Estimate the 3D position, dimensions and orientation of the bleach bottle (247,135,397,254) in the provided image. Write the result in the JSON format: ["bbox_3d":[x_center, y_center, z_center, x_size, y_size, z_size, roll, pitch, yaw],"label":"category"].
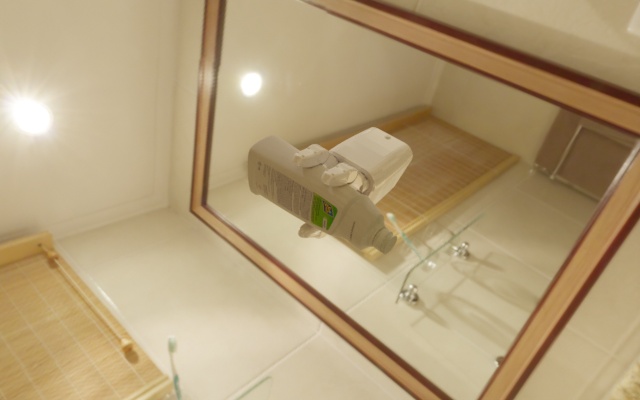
[{"bbox_3d":[0.000,0.002,0.686,0.250,0.103,0.068,34,52,28],"label":"bleach bottle"}]
